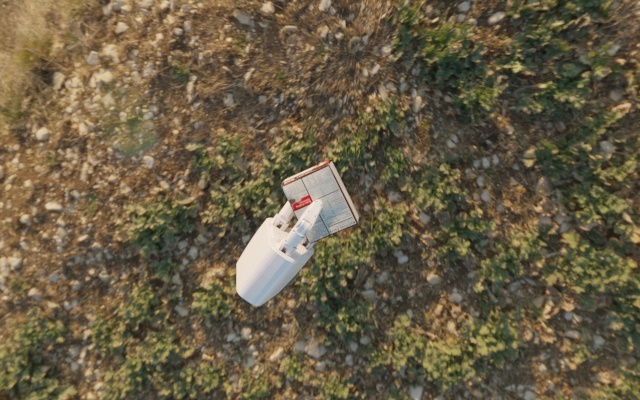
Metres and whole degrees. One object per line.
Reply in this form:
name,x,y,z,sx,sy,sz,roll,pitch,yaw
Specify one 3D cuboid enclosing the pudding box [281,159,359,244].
pudding box,0.000,0.003,0.776,0.090,0.113,0.039,-24,14,12
